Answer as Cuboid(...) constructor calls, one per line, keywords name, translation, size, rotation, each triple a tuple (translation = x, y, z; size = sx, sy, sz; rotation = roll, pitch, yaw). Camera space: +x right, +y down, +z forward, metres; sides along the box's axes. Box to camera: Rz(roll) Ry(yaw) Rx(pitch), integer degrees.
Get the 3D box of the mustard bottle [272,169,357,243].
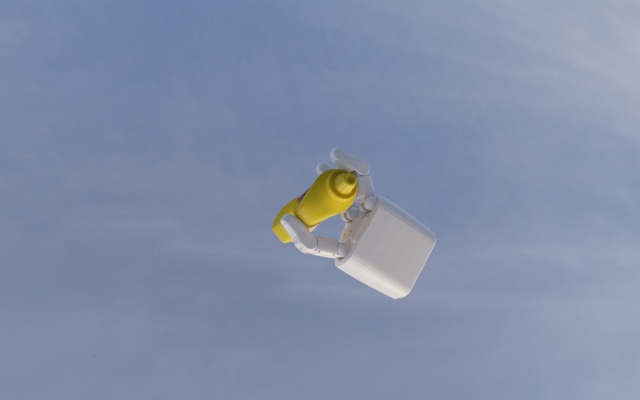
Cuboid(name="mustard bottle", translation=(0.000, 0.002, 0.676), size=(0.096, 0.058, 0.192), rotation=(-38, 1, -29))
